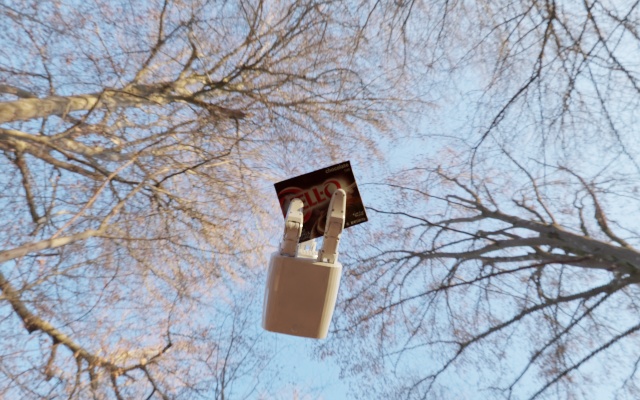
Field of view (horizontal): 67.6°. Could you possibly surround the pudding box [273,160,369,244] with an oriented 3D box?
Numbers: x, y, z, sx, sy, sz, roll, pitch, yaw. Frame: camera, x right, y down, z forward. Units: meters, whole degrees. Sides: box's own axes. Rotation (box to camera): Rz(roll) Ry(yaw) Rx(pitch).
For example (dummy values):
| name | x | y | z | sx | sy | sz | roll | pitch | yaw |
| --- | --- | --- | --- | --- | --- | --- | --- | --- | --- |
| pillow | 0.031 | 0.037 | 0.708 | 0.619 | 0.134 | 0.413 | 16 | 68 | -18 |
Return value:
| name | x | y | z | sx | sy | sz | roll | pitch | yaw |
| --- | --- | --- | --- | --- | --- | --- | --- | --- | --- |
| pudding box | 0.000 | 0.002 | 0.669 | 0.113 | 0.090 | 0.039 | -18 | 3 | -3 |
